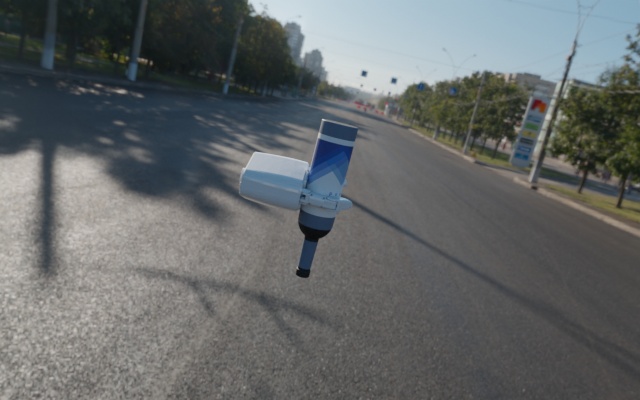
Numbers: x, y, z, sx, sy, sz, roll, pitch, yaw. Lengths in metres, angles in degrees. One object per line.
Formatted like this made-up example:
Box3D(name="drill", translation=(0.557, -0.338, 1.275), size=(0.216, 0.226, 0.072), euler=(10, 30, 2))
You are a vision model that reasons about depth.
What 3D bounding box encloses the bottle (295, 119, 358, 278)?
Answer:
Box3D(name="bottle", translation=(0.000, 0.003, 0.878), size=(0.069, 0.296, 0.069), euler=(13, 12, -3))
